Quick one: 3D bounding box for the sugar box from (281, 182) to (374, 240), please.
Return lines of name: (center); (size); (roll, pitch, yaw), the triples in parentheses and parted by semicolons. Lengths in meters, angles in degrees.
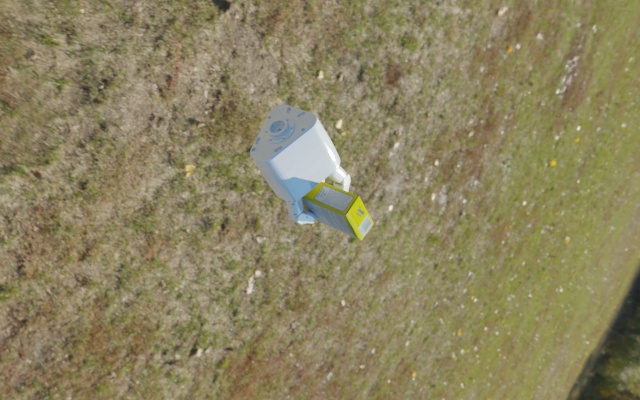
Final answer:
sugar box: (0.000, 0.002, 0.832); (0.176, 0.048, 0.093); (26, -19, 35)
